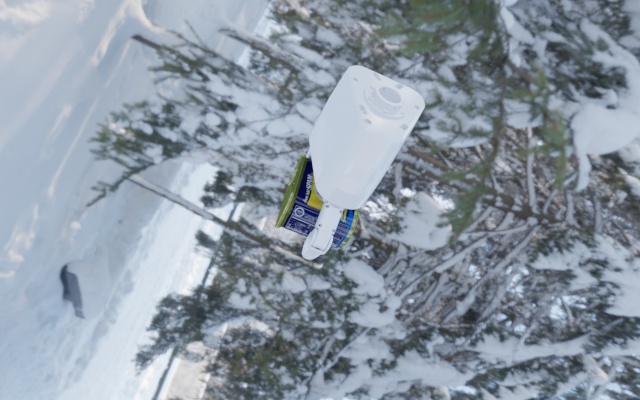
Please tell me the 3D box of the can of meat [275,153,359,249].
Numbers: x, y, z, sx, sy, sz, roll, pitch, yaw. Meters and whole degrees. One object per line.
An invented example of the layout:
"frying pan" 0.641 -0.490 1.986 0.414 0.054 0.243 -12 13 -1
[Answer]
"can of meat" 0.000 0.002 0.580 0.084 0.102 0.057 22 -47 -9
